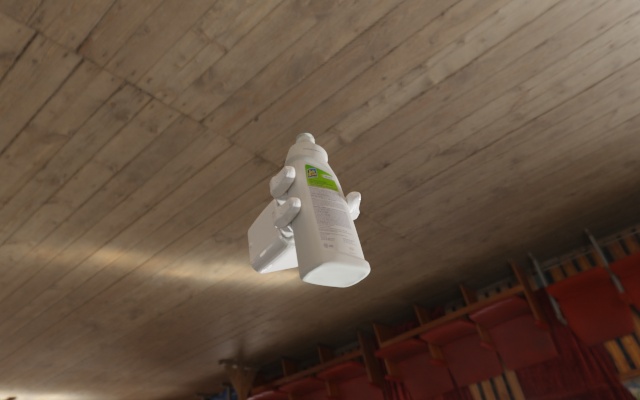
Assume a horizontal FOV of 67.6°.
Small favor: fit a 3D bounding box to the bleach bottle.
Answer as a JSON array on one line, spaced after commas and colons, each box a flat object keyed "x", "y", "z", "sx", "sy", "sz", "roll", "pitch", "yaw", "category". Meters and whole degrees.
[{"x": 0.000, "y": 0.002, "z": 0.732, "sx": 0.102, "sy": 0.250, "sz": 0.068, "roll": 14, "pitch": -40, "yaw": -34, "category": "bleach bottle"}]
